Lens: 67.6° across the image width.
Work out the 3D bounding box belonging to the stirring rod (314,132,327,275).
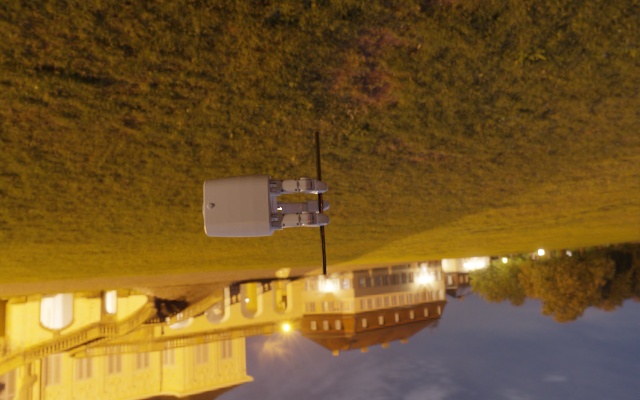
[{"bbox_3d":[0.000,0.003,0.799,0.011,0.239,0.011,-3,-8,0],"label":"stirring rod"}]
